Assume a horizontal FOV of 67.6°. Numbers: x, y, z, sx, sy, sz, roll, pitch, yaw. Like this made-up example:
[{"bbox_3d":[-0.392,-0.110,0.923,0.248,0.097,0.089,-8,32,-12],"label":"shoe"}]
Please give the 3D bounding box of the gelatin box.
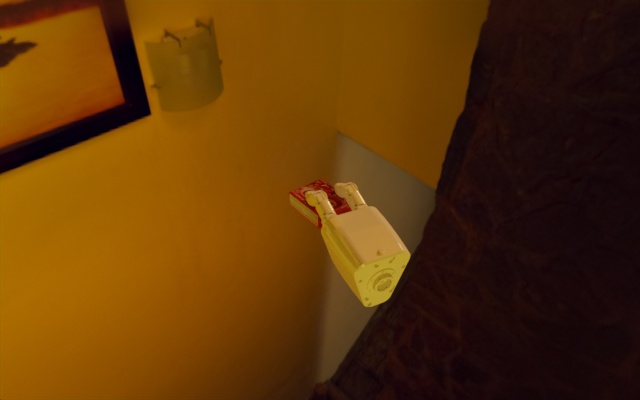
[{"bbox_3d":[0.000,0.003,0.823,0.073,0.030,0.089,-25,42,-29],"label":"gelatin box"}]
